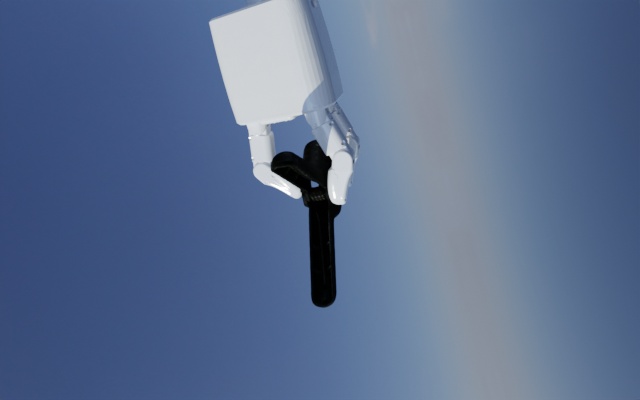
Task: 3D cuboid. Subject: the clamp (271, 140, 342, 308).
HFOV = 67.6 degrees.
[{"bbox_3d":[-0.001,0.001,0.521,0.036,0.165,0.210,-8,20,13],"label":"clamp"}]
